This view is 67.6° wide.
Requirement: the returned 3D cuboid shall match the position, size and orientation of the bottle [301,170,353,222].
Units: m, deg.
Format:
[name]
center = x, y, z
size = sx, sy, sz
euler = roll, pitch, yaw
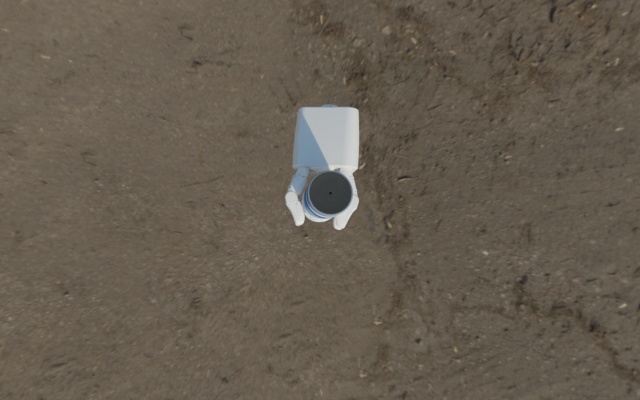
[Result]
[bottle]
center = 0.000, 0.003, 0.830
size = 0.069, 0.069, 0.296
euler = 0, -5, -6
